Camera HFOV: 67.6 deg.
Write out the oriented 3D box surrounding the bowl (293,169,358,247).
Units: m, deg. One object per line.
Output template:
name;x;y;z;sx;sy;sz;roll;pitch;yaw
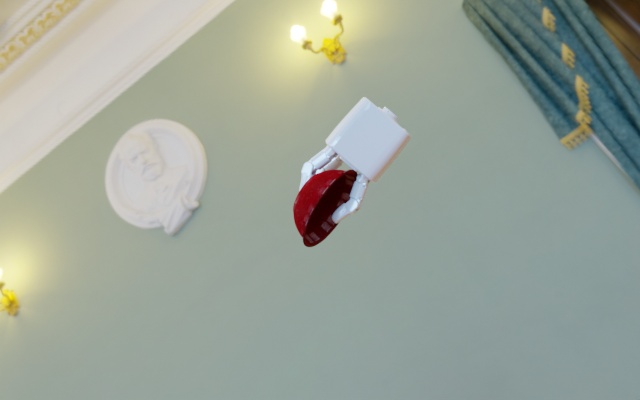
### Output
bowl;-0.001;0.004;0.861;0.055;0.162;0.162;32;12;21
